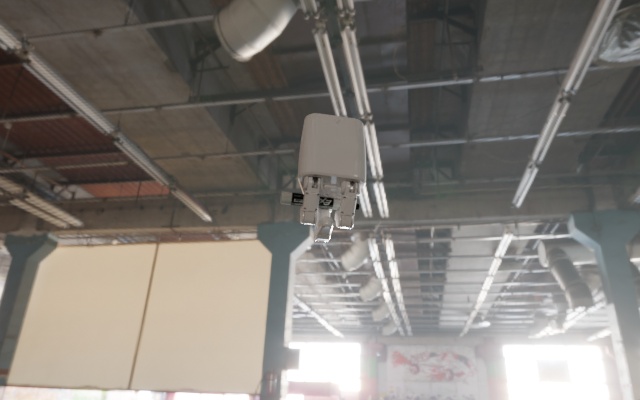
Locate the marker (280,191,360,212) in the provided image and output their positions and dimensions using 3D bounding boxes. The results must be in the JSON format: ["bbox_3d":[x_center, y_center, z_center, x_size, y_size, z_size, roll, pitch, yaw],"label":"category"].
[{"bbox_3d":[0.000,0.002,0.726,0.121,0.020,0.020,7,-1,-9],"label":"marker"}]
